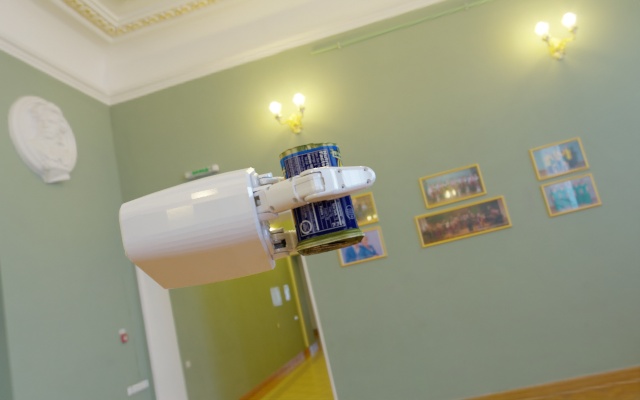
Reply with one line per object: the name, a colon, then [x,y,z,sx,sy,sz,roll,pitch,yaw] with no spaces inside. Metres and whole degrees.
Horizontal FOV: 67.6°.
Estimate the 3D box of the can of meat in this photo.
can of meat: [0.000,0.001,0.428,0.057,0.084,0.102,-13,-10,0]
